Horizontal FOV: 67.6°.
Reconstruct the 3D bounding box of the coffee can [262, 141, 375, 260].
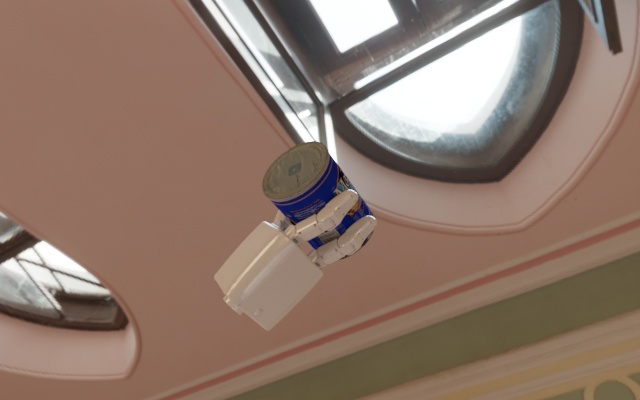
[{"bbox_3d":[0.000,0.002,0.665,0.103,0.102,0.140,0,-39,41],"label":"coffee can"}]
